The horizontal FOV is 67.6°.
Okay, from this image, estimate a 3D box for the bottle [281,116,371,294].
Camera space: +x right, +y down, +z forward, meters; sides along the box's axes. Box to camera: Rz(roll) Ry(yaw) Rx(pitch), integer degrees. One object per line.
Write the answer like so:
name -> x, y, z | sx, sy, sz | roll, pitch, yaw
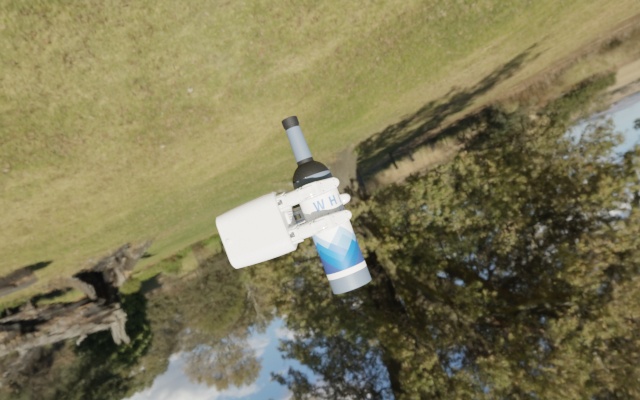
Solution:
bottle -> 0.000, 0.003, 0.783 | 0.069, 0.295, 0.069 | -21, -2, -1
